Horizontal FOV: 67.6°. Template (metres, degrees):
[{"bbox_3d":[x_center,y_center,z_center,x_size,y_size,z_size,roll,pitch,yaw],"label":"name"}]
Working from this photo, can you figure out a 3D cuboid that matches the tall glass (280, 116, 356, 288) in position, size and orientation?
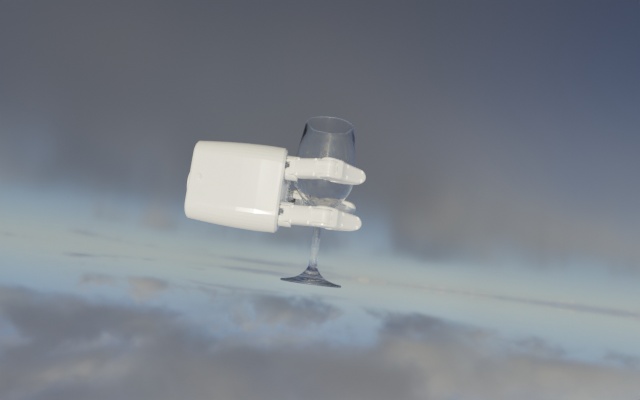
[{"bbox_3d":[0.000,0.003,0.586,0.079,0.201,0.079,7,-9,1],"label":"tall glass"}]
